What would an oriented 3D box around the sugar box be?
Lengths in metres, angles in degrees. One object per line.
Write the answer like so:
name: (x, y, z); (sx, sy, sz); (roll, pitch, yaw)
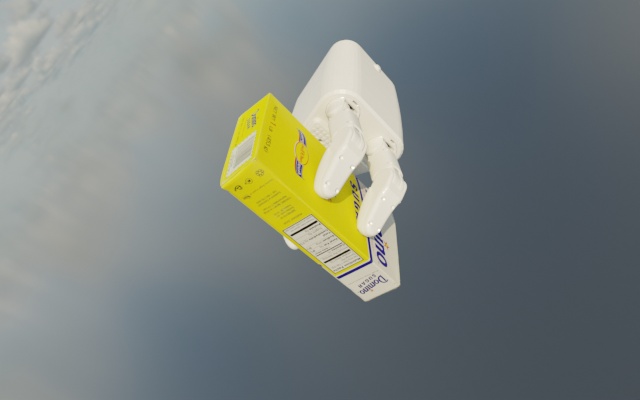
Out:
sugar box: (0.000, 0.001, 0.406); (0.048, 0.093, 0.176); (-33, -57, 29)
